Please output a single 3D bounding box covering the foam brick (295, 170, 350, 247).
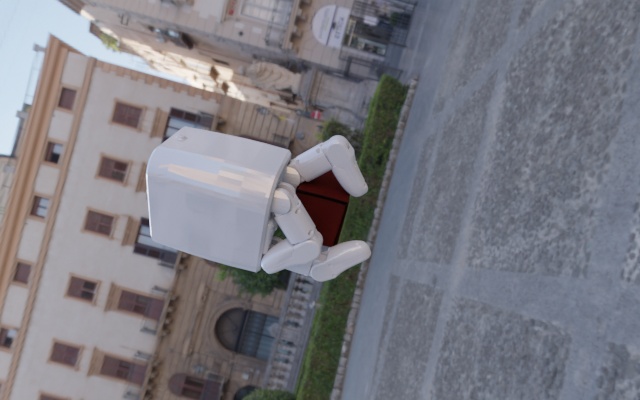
[{"bbox_3d":[0.000,0.002,0.477,0.051,0.053,0.078,14,26,0],"label":"foam brick"}]
